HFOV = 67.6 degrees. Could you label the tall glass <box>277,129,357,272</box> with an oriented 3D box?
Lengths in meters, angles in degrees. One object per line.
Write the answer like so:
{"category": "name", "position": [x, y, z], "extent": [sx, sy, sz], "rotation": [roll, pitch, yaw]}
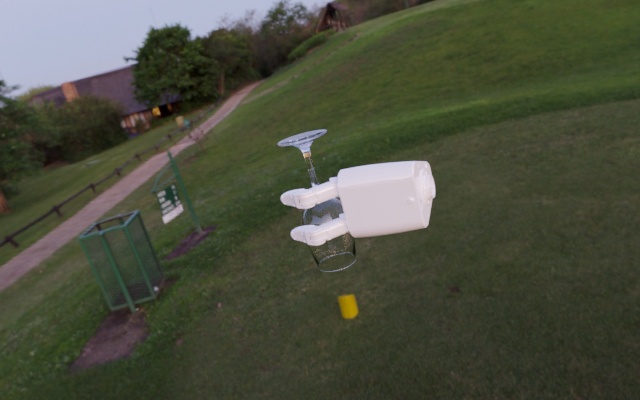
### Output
{"category": "tall glass", "position": [0.000, 0.002, 0.703], "extent": [0.079, 0.201, 0.079], "rotation": [-14, 16, 4]}
